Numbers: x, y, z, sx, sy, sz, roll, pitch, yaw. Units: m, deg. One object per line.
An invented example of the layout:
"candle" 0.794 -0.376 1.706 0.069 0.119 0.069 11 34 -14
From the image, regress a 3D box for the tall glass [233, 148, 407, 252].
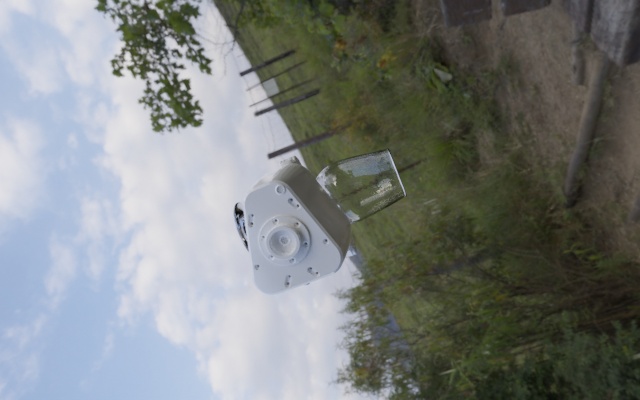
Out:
"tall glass" -0.001 0.002 0.583 0.201 0.079 0.079 -21 -4 10
